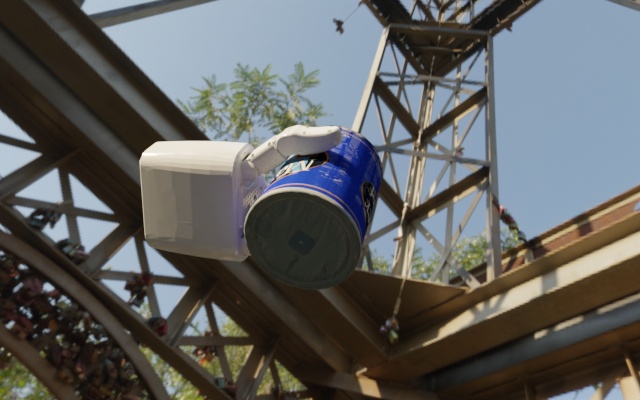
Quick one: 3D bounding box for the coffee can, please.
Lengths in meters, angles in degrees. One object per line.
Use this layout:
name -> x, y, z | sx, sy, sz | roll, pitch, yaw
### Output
coffee can -> 0.000, 0.002, 0.460 | 0.103, 0.103, 0.140 | 0, 30, 16
